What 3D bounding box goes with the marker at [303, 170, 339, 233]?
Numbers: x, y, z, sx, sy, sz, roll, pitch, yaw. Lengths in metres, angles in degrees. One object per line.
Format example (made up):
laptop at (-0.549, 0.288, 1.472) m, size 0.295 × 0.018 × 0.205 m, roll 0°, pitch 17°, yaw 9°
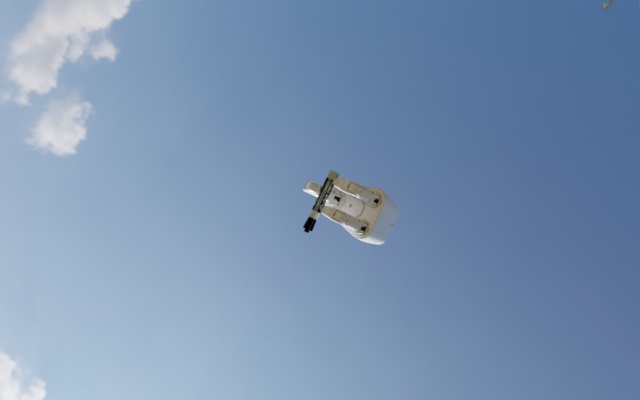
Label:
marker at (0.000, 0.003, 0.863) m, size 0.020 × 0.121 × 0.020 m, roll 25°, pitch 0°, yaw 0°
